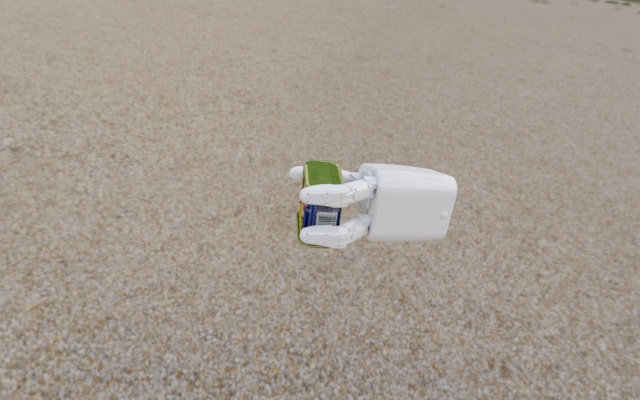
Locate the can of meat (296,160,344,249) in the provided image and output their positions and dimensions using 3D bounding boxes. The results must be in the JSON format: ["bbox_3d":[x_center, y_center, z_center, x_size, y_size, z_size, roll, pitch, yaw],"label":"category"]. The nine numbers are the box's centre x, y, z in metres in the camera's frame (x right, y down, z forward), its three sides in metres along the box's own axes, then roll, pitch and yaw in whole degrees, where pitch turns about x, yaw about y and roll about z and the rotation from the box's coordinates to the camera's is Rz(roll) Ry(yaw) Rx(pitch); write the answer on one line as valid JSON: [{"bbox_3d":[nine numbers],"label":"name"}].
[{"bbox_3d":[0.000,0.002,0.639,0.057,0.084,0.102,4,27,-6],"label":"can of meat"}]
